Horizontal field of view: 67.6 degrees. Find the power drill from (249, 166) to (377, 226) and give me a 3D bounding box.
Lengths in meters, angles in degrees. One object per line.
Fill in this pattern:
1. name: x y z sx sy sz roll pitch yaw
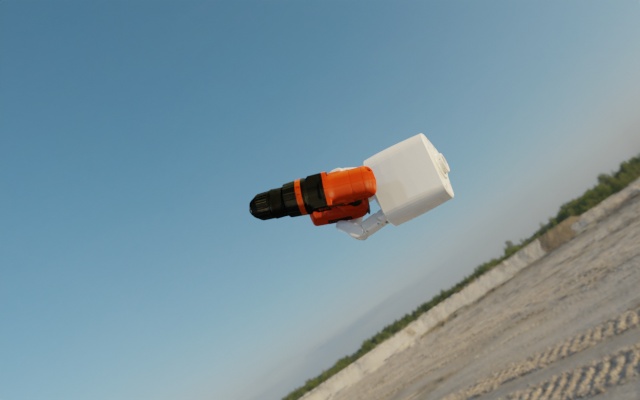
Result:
1. power drill: 0.000 0.002 0.739 0.184 0.057 0.188 -12 -8 9
